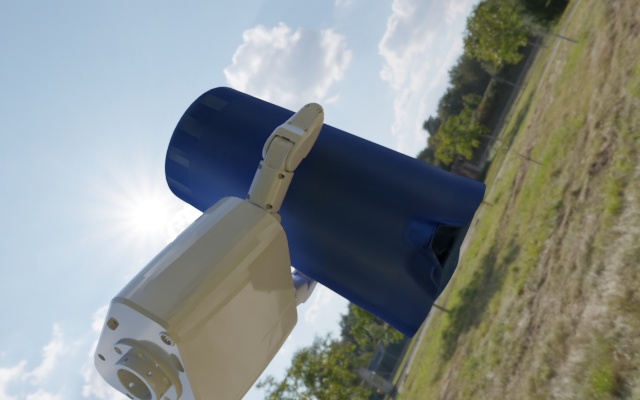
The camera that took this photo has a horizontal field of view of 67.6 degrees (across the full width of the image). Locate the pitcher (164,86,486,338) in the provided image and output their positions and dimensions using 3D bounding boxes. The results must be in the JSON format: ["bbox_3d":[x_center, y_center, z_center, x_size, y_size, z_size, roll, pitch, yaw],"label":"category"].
[{"bbox_3d":[0.000,0.001,0.408,0.243,0.149,0.145,26,39,12],"label":"pitcher"}]
